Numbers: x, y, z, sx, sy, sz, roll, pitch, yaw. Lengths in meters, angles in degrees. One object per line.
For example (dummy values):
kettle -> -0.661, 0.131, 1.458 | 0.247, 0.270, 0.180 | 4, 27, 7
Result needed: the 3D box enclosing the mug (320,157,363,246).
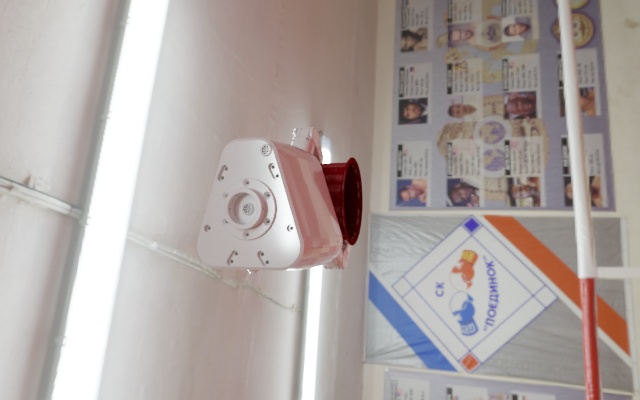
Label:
mug -> 0.000, 0.002, 0.527 | 0.081, 0.093, 0.117 | 0, -3, 17
